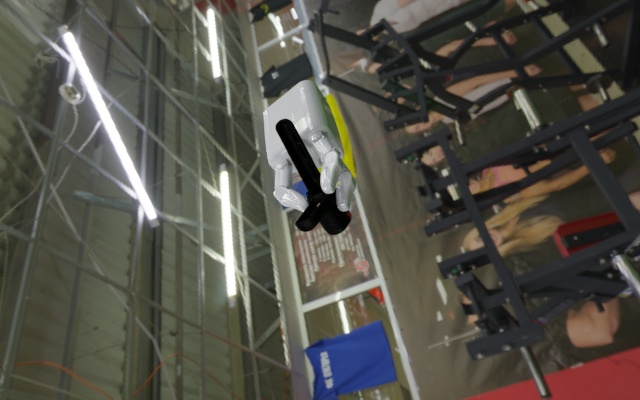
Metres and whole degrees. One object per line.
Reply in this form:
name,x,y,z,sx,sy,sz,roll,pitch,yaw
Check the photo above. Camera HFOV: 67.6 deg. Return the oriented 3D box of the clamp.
clamp,0.000,0.003,0.678,0.036,0.164,0.210,-20,-34,15
